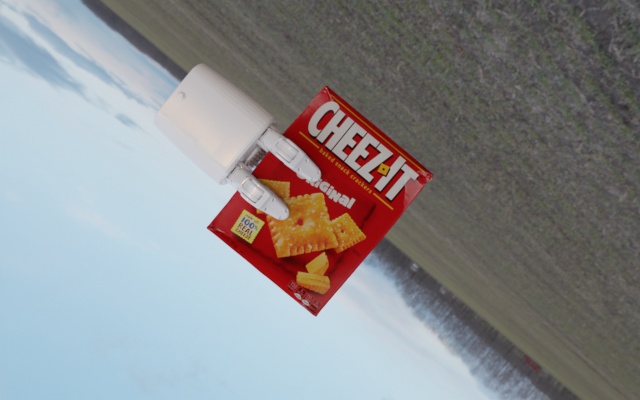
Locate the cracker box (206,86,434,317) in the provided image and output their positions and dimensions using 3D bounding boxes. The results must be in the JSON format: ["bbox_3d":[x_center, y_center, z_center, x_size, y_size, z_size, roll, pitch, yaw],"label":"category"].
[{"bbox_3d":[0.000,0.002,0.562,0.164,0.213,0.072,40,1,1],"label":"cracker box"}]
